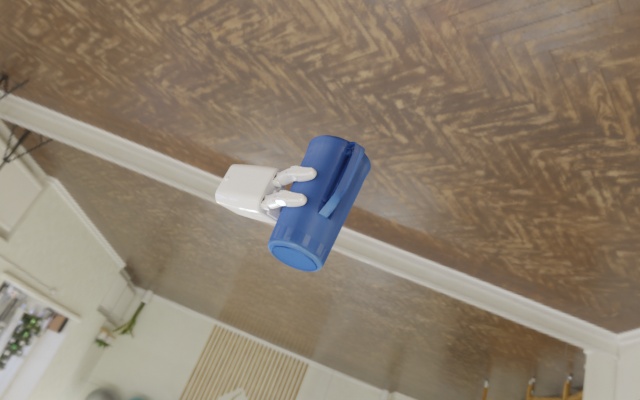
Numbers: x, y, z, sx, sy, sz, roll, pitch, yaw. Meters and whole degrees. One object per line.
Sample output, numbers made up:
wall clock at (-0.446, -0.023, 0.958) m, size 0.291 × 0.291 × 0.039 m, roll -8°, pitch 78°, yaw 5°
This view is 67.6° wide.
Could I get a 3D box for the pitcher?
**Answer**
pitcher at (0.000, 0.003, 0.894) m, size 0.145 × 0.242 × 0.149 m, roll 11°, pitch -30°, yaw 25°
